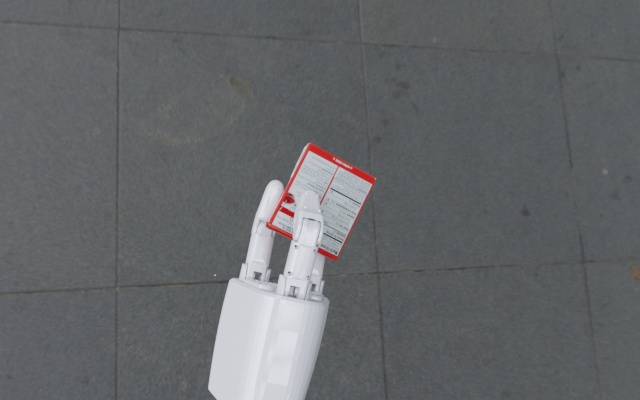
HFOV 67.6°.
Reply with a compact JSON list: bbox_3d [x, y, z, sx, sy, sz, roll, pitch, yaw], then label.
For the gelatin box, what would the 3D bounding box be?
[{"bbox_3d":[0.000,0.001,0.452,0.073,0.089,0.030,27,-6,-9],"label":"gelatin box"}]
